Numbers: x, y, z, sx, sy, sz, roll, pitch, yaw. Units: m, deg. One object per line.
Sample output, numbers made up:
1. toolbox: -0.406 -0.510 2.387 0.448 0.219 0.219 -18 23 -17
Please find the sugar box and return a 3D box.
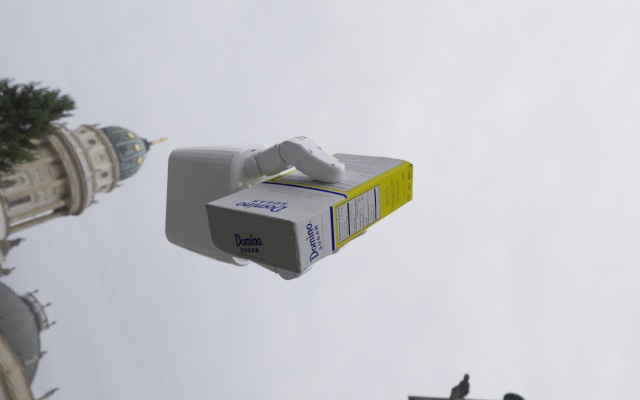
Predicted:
1. sugar box: 0.000 0.002 0.412 0.093 0.048 0.176 10 26 36
